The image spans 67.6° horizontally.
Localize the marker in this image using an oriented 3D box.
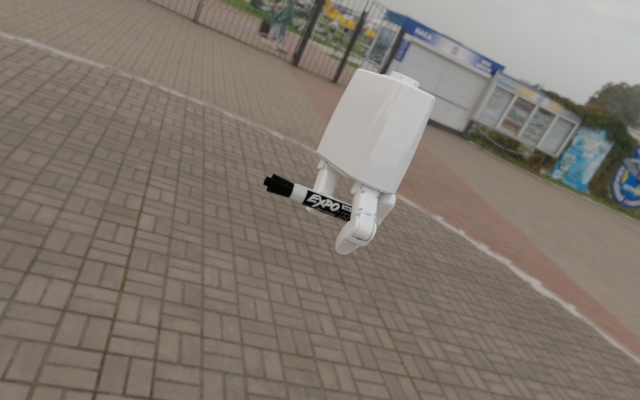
[{"bbox_3d":[0.000,0.002,0.480,0.121,0.020,0.020,21,-6,-15],"label":"marker"}]
